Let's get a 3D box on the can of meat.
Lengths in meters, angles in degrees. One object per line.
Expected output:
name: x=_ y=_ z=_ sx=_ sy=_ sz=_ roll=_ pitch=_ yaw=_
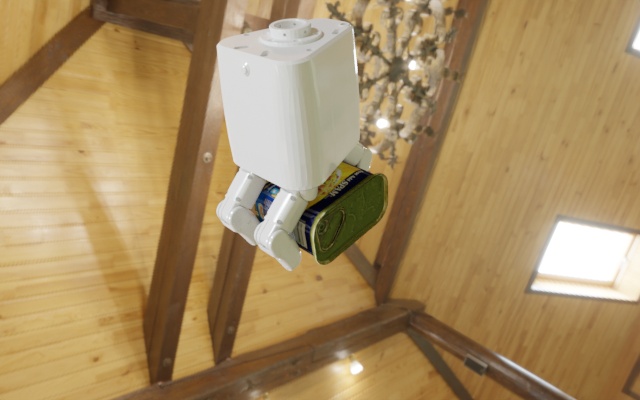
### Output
can of meat: x=0.000 y=0.001 z=0.453 sx=0.084 sy=0.057 sz=0.102 roll=27 pitch=49 yaw=36
